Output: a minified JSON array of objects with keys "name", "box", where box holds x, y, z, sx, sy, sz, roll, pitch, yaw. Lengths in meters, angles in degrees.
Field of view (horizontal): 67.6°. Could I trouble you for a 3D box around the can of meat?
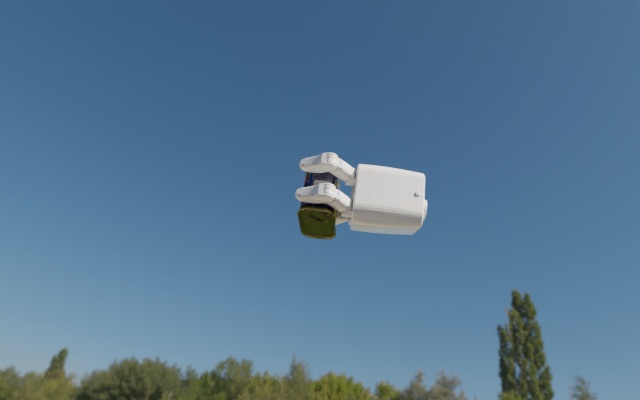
[{"name":"can of meat","box":[0.000,0.002,0.762,0.057,0.084,0.102,5,-28,6]}]
